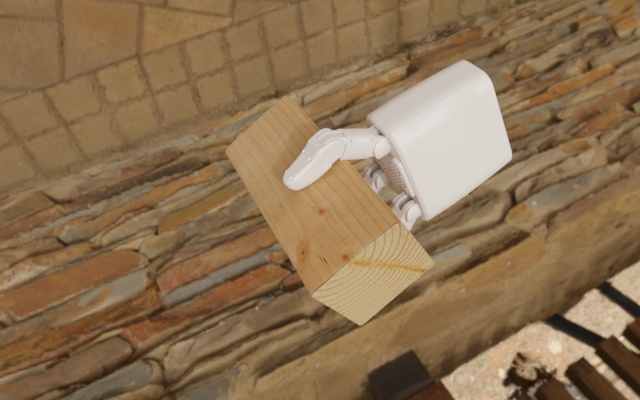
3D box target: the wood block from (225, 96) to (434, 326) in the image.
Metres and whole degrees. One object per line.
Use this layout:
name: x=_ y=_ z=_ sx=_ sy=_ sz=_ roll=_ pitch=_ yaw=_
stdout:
wood block: x=0.000 y=0.001 z=0.455 sx=0.091 sy=0.090 sz=0.206 roll=44 pitch=7 yaw=-48
